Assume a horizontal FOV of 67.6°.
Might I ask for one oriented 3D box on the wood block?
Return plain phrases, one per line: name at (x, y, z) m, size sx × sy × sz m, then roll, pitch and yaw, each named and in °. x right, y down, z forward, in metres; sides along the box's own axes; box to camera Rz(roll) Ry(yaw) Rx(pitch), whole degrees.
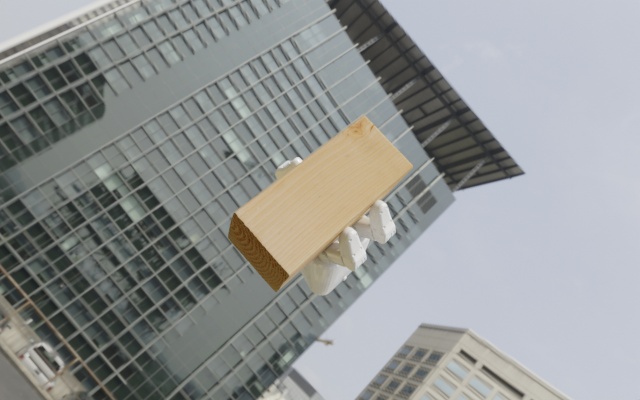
wood block at (0.000, 0.002, 0.572) m, size 0.206 × 0.091 × 0.090 m, roll -40°, pitch -7°, yaw -26°
